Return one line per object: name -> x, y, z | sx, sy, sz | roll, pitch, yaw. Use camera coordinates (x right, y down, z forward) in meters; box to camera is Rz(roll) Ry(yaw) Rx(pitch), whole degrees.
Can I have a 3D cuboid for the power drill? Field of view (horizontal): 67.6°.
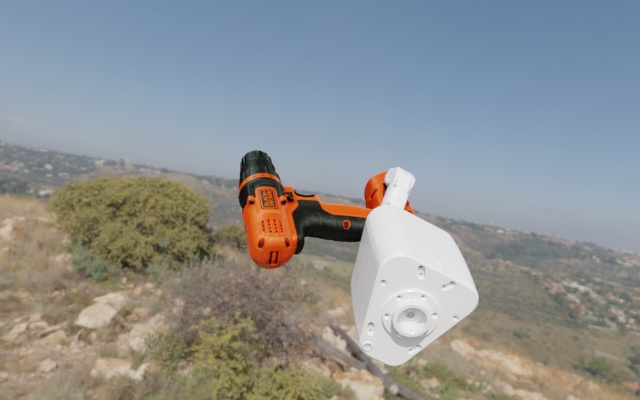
power drill -> 0.001, 0.002, 0.554 | 0.187, 0.057, 0.184 | -1, 40, -14
